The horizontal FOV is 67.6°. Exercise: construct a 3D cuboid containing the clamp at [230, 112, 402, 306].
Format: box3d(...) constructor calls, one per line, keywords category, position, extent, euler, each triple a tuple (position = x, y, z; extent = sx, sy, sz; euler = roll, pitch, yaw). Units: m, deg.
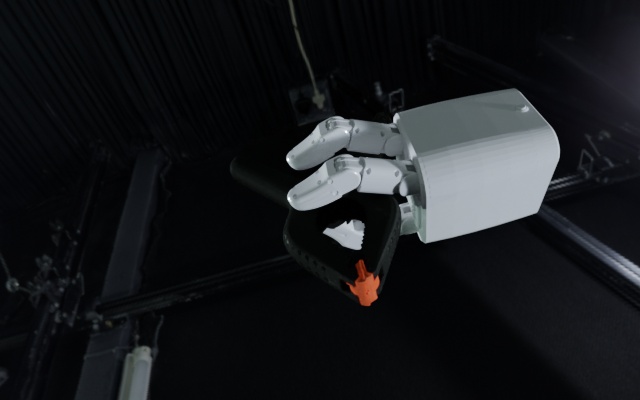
box3d(category="clamp", position=(0.001, 0.002, 0.404), extent=(0.164, 0.036, 0.209), euler=(-14, 40, 4))
